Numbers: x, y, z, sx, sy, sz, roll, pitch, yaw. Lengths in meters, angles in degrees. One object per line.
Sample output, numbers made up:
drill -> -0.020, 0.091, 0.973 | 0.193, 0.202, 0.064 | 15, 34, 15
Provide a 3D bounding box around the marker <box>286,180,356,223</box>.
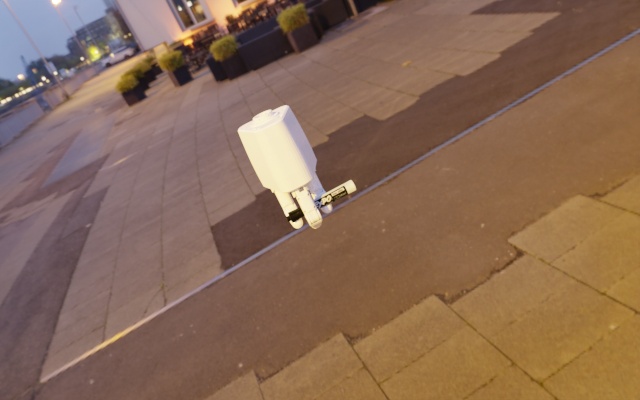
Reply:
marker -> 0.000, 0.003, 0.764 | 0.121, 0.020, 0.020 | -27, 2, -4
